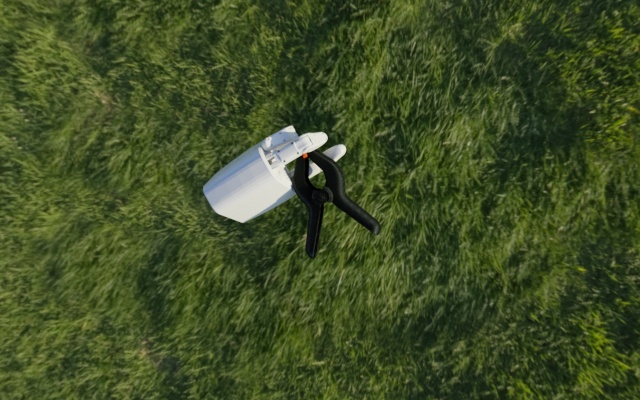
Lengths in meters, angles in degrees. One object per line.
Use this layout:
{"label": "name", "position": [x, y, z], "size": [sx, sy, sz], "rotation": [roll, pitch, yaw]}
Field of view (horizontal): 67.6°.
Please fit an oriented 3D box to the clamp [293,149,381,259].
{"label": "clamp", "position": [0.000, 0.002, 0.718], "size": [0.120, 0.171, 0.039], "rotation": [-31, -3, 10]}
